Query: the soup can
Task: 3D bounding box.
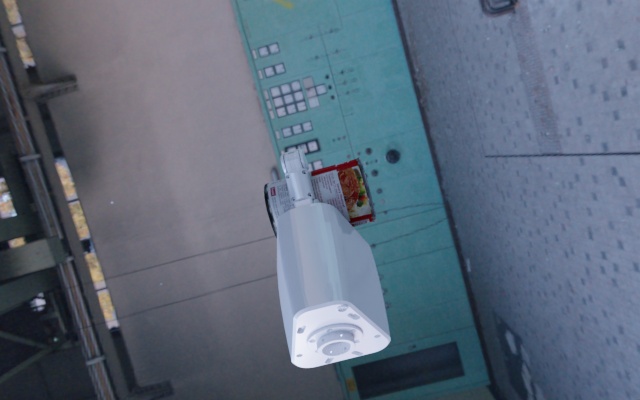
[{"bbox_3d":[0.000,0.001,0.493,0.102,0.068,0.068,-15,-1,4],"label":"soup can"}]
